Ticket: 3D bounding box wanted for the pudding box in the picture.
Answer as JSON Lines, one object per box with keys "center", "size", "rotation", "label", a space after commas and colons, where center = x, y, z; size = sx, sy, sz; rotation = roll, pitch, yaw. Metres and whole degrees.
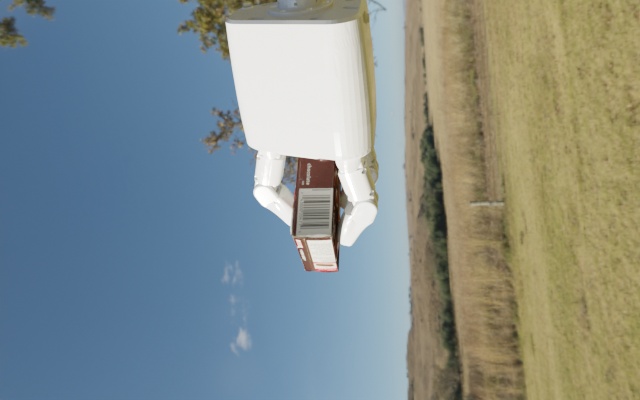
{"center": [0.000, 0.001, 0.457], "size": [0.039, 0.113, 0.090], "rotation": [1, -27, 8], "label": "pudding box"}
